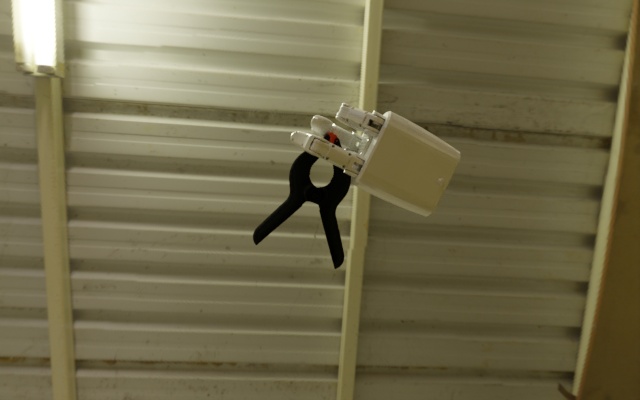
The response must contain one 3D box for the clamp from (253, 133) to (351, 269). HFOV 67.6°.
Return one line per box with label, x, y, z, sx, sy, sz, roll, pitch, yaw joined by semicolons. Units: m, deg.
clamp;0.000;0.002;0.614;0.120;0.171;0.039;25;4;-9
